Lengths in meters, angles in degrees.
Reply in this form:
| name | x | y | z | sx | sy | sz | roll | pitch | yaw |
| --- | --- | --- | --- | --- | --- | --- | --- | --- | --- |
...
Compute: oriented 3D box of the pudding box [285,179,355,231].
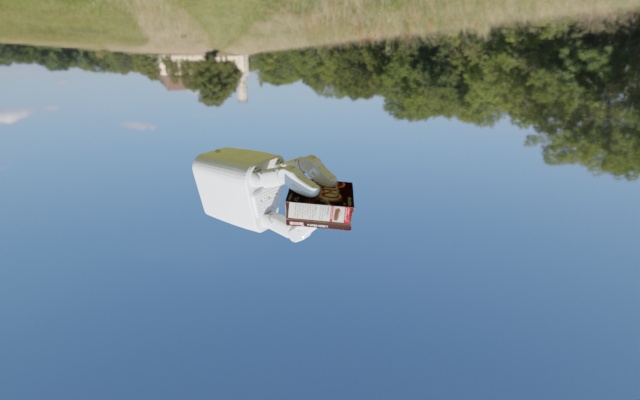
| name | x | y | z | sx | sy | sz | roll | pitch | yaw |
| --- | --- | --- | --- | --- | --- | --- | --- | --- | --- |
| pudding box | 0.000 | 0.002 | 0.661 | 0.090 | 0.039 | 0.113 | 4 | 21 | 1 |
